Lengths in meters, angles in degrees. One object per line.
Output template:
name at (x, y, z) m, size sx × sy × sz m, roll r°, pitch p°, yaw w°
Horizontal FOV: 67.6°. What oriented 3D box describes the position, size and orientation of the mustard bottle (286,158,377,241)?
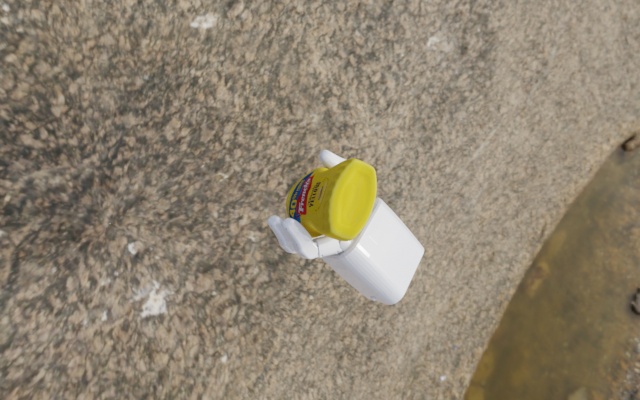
mustard bottle at (0.000, 0.002, 0.633) m, size 0.058 × 0.096 × 0.191 m, roll 21°, pitch -10°, yaw -22°
